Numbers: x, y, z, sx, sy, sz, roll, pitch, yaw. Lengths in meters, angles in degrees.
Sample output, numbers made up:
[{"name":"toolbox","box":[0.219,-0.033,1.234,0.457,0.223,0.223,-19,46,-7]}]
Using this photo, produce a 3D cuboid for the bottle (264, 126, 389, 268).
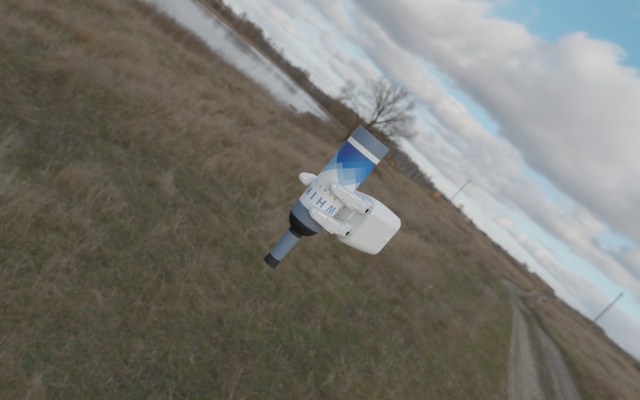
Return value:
[{"name":"bottle","box":[0.000,0.003,0.847,0.069,0.296,0.069,39,9,-7]}]
